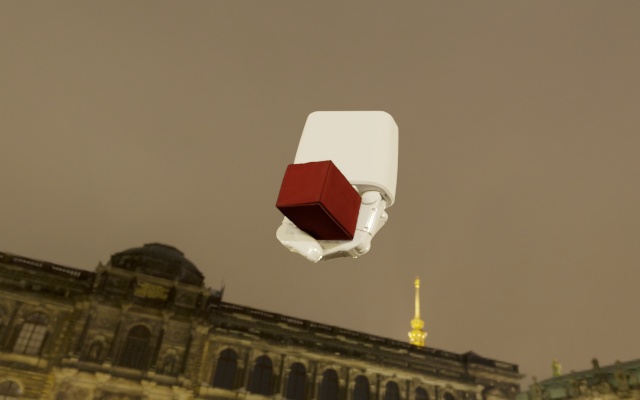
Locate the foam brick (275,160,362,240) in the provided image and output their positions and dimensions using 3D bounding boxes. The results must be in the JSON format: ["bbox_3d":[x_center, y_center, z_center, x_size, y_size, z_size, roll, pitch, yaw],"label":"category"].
[{"bbox_3d":[0.000,0.002,0.488,0.053,0.051,0.078,-3,-31,31],"label":"foam brick"}]
